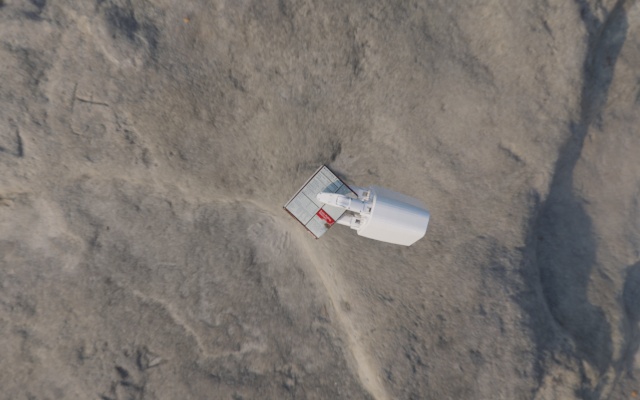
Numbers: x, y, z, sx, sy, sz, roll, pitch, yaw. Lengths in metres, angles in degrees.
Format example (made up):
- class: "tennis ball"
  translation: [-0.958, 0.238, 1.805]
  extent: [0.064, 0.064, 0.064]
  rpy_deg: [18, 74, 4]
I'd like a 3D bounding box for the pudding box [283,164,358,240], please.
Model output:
- class: "pudding box"
  translation: [0.000, 0.003, 0.881]
  extent: [0.090, 0.113, 0.039]
  rpy_deg: [43, -5, -4]
